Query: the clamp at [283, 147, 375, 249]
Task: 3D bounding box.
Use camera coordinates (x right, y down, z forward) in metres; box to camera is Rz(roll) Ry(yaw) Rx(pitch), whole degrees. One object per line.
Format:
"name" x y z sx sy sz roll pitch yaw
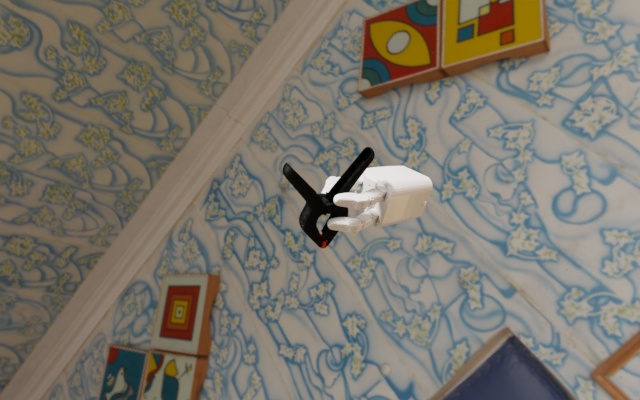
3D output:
"clamp" 0.000 0.003 0.837 0.164 0.210 0.036 -7 41 -26
